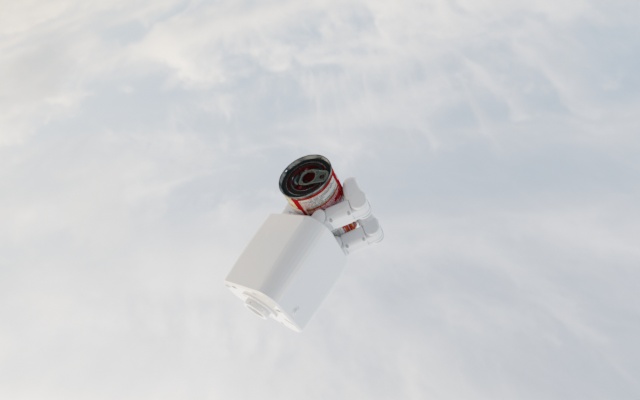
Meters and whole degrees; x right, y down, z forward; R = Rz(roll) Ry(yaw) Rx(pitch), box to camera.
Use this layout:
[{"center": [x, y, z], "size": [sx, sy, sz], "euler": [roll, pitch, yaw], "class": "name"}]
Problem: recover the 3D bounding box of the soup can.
[{"center": [0.000, 0.002, 0.594], "size": [0.068, 0.068, 0.102], "euler": [0, -38, 28], "class": "soup can"}]
